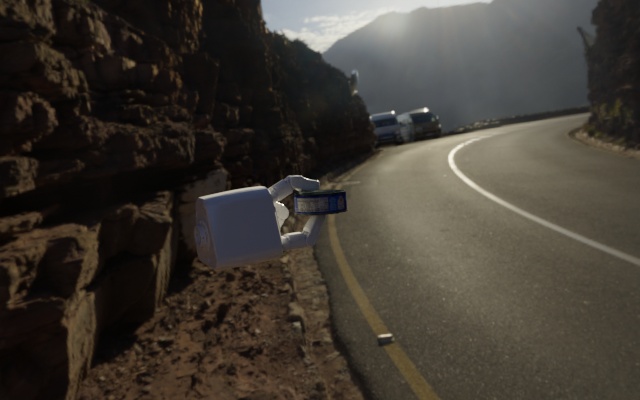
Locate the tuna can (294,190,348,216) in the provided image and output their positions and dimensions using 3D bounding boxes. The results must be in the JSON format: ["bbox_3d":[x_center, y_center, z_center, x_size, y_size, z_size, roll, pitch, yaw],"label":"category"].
[{"bbox_3d":[0.000,0.002,0.774,0.086,0.034,0.086,-4,5,0],"label":"tuna can"}]
